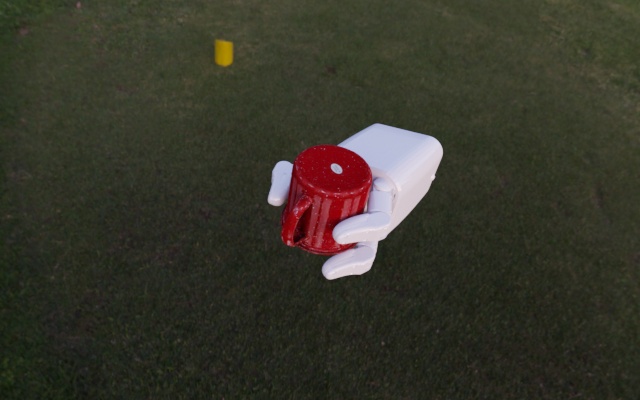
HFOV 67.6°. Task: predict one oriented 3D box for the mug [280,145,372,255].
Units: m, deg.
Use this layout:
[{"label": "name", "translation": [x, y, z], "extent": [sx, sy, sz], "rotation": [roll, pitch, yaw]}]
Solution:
[{"label": "mug", "translation": [-0.001, 0.002, 0.493], "extent": [0.093, 0.082, 0.117], "rotation": [33, 48, 22]}]
